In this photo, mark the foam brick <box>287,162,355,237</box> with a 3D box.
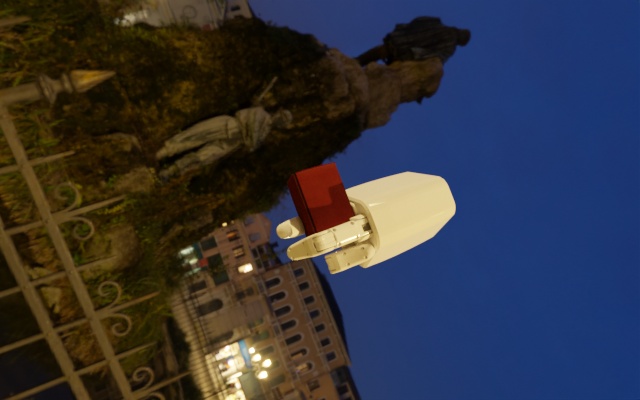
[{"bbox_3d":[0.000,0.002,0.556,0.051,0.078,0.053,-20,-3,-15],"label":"foam brick"}]
